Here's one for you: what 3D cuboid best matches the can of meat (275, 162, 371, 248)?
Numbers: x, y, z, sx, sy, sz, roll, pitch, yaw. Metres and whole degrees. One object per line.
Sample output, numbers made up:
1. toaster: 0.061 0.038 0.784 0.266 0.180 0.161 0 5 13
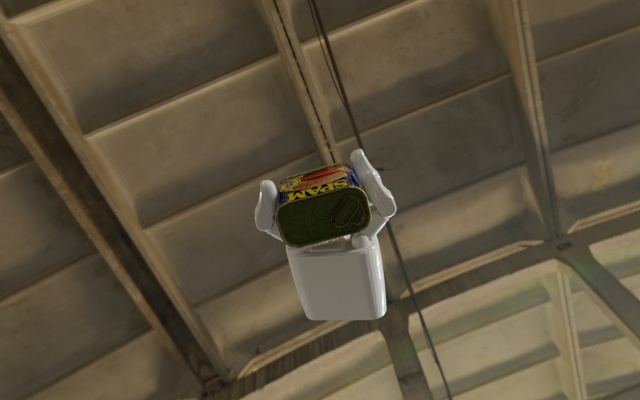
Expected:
1. can of meat: 0.000 0.002 0.553 0.102 0.057 0.084 -15 25 2
